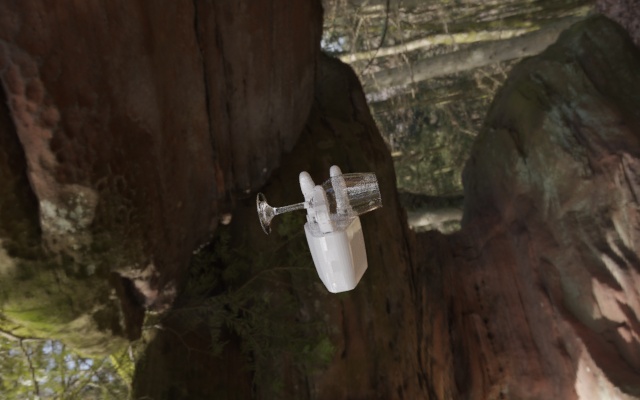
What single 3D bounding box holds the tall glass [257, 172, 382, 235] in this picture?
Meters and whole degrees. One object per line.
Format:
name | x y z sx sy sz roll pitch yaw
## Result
tall glass | -0.001 0.003 0.805 0.201 0.079 0.079 -12 -2 7
